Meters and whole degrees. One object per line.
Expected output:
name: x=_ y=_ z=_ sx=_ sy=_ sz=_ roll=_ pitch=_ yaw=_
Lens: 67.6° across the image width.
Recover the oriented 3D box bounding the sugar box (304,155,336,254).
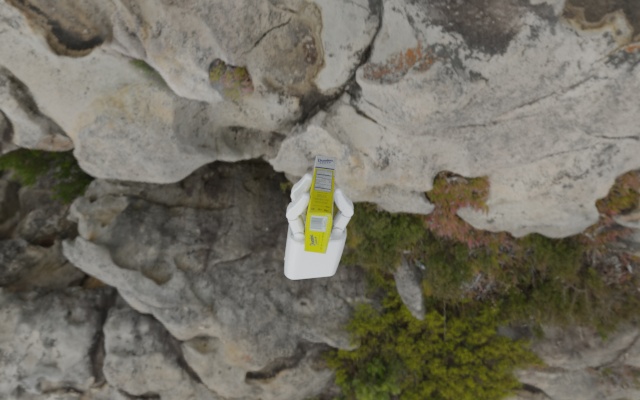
sugar box: x=0.000 y=0.003 z=0.881 sx=0.048 sy=0.093 sz=0.176 roll=6 pitch=38 yaw=-4
